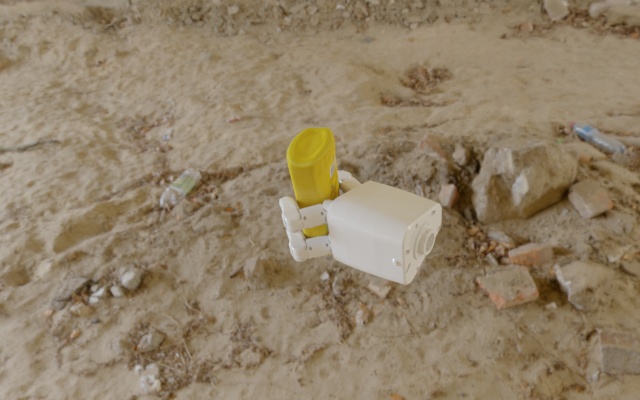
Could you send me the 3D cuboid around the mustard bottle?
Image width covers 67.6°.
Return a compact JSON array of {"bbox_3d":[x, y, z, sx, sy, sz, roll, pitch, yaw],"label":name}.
[{"bbox_3d":[0.000,0.002,0.662,0.058,0.192,0.096,1,39,14],"label":"mustard bottle"}]
